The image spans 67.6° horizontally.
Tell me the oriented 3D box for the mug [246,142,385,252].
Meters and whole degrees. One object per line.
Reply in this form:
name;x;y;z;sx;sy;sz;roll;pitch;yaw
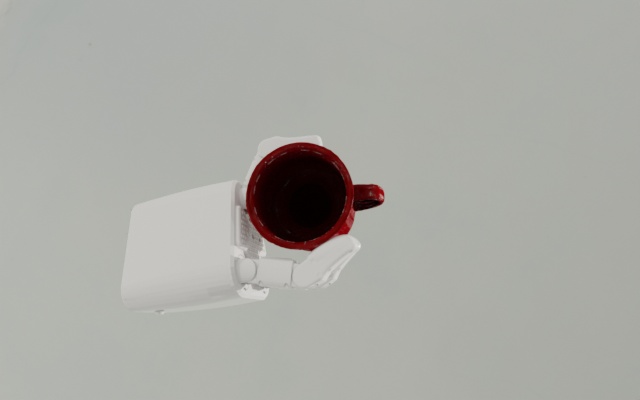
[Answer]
mug;0.002;0.001;0.438;0.117;0.093;0.081;-9;-13;8
